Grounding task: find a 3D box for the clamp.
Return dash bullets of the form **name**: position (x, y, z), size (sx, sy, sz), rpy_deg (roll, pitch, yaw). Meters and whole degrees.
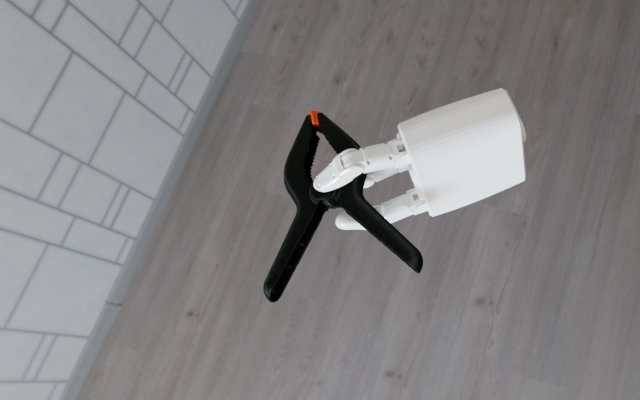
- **clamp**: position (0.000, 0.001, 0.510), size (0.164, 0.210, 0.036), rpy_deg (-20, -25, 11)
